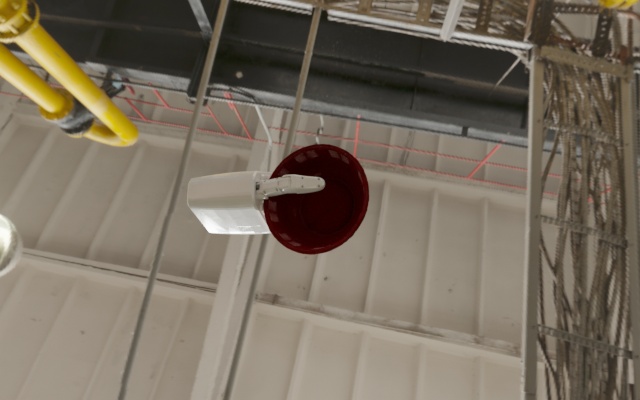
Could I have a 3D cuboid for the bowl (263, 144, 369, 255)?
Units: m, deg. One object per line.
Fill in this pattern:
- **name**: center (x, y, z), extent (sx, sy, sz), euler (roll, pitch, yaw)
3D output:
- **bowl**: center (0.001, 0.003, 0.696), extent (0.162, 0.162, 0.055), euler (0, -14, 22)
